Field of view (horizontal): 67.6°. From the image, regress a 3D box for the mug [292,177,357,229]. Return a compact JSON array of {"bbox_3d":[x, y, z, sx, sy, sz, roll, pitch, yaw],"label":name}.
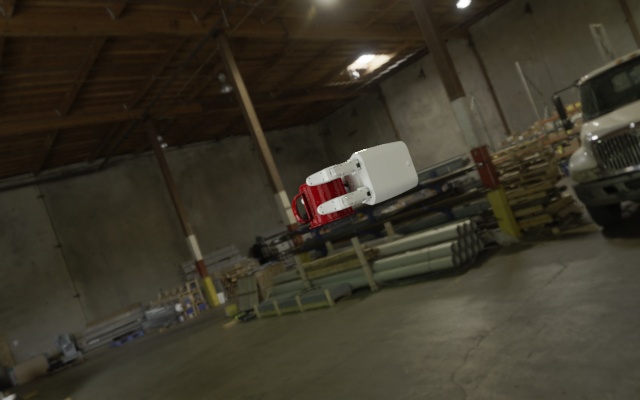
[{"bbox_3d":[-0.001,0.003,0.883,0.117,0.081,0.093,-19,-3,-25],"label":"mug"}]
